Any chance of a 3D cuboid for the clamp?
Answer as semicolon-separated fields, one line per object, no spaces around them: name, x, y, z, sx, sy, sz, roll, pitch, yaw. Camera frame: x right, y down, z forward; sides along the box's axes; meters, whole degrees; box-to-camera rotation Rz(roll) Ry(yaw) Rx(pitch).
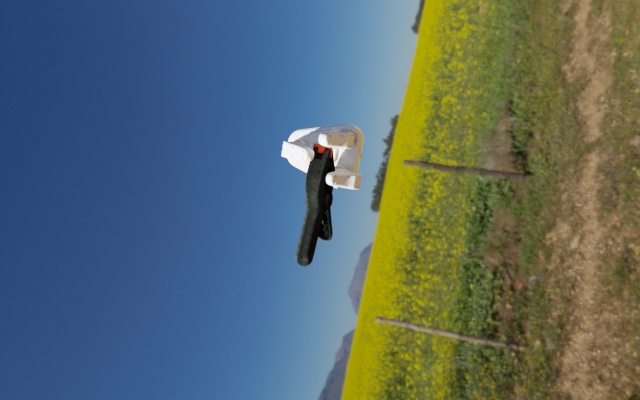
clamp;0.000;0.002;0.705;0.039;0.171;0.120;11;10;9
